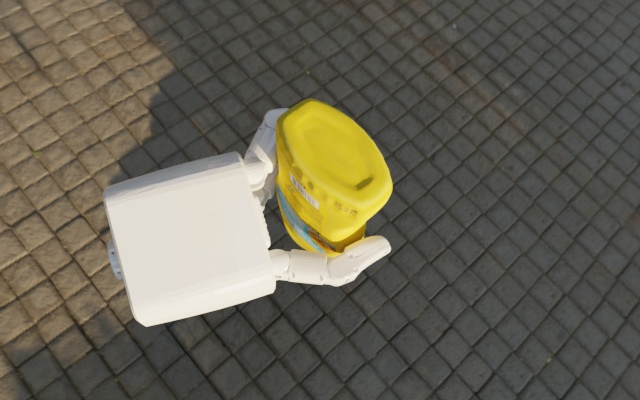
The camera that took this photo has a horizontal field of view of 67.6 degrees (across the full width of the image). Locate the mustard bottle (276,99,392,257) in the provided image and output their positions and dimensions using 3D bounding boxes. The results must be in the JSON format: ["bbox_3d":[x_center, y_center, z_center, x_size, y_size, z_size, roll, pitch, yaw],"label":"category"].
[{"bbox_3d":[0.000,0.001,0.416,0.058,0.096,0.192,-39,-14,-19],"label":"mustard bottle"}]
